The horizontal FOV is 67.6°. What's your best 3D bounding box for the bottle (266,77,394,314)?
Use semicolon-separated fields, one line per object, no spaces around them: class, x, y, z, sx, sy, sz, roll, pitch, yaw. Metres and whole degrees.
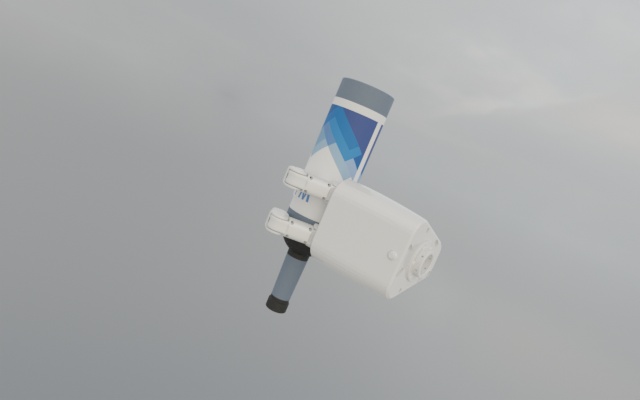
bottle;0.000;0.002;0.584;0.069;0.296;0.069;23;7;-3
